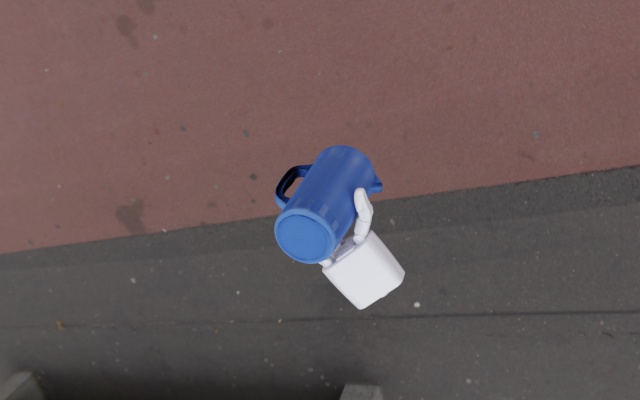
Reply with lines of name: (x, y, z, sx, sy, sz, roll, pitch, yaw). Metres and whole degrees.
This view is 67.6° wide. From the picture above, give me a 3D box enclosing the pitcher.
pitcher: (0.000, 0.003, 0.872, 0.149, 0.145, 0.242, -31, 14, 33)
